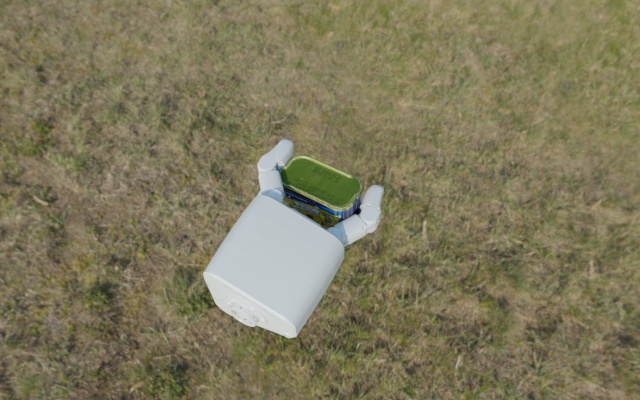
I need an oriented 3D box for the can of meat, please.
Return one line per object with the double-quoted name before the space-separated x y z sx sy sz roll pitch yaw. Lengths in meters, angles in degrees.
"can of meat" 0.000 0.002 0.573 0.102 0.057 0.084 25 -32 19
